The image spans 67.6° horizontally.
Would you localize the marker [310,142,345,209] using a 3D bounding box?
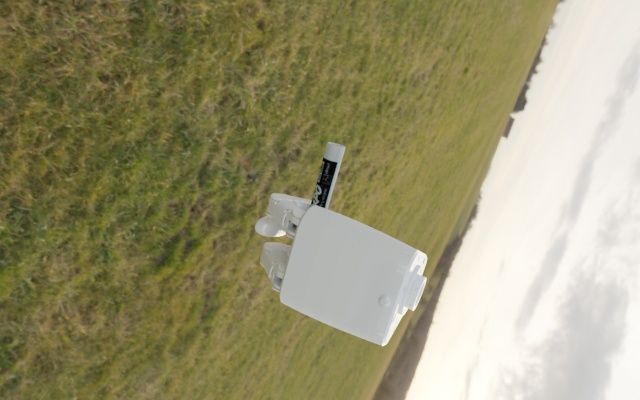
[{"bbox_3d":[0.000,0.002,0.483,0.020,0.121,0.020,15,15,-4],"label":"marker"}]
